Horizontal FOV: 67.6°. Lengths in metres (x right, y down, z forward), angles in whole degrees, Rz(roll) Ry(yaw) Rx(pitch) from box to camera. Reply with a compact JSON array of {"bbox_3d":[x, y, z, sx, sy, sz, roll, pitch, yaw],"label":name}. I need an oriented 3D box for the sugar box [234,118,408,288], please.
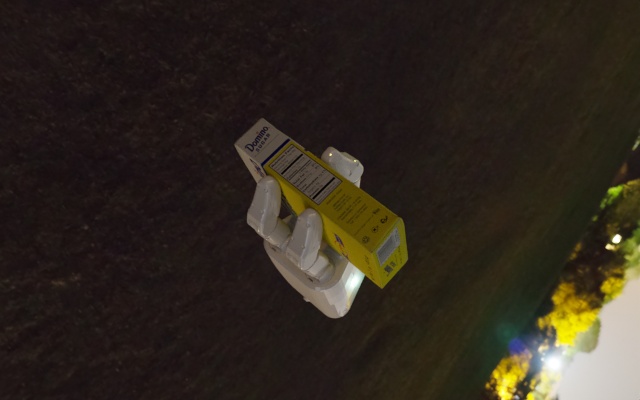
[{"bbox_3d":[0.000,0.002,0.453,0.176,0.048,0.093,35,-16,27],"label":"sugar box"}]
